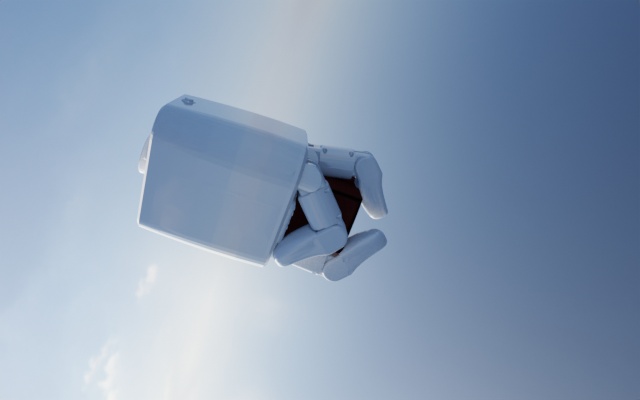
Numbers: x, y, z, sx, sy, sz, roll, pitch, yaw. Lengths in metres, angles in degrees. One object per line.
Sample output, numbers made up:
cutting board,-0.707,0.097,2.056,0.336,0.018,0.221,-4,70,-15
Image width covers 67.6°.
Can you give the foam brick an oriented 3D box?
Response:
foam brick,0.000,0.001,0.414,0.051,0.053,0.078,18,17,-8
